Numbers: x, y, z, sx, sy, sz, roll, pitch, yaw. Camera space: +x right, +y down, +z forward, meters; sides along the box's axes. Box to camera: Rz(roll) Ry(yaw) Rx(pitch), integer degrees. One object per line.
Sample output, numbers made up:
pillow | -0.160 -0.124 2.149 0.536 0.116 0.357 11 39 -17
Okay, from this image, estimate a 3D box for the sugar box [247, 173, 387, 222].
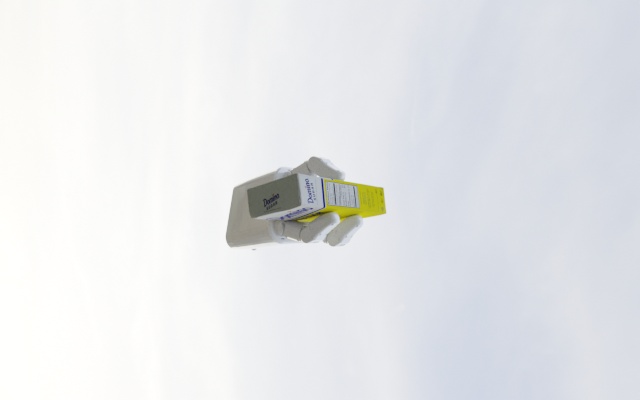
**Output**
sugar box | 0.000 0.003 0.632 0.093 0.048 0.176 -15 -11 41
